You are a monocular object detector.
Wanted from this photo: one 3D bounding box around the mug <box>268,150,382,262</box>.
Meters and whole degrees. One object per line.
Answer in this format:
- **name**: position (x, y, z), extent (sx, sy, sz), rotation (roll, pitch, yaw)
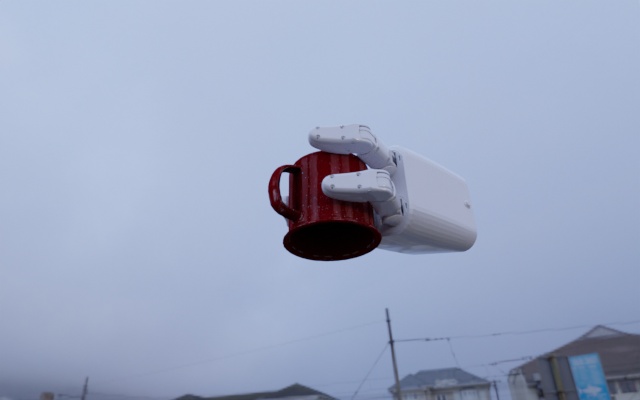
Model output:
- **mug**: position (-0.001, 0.001, 0.460), extent (0.117, 0.081, 0.093), rotation (19, -35, -32)
